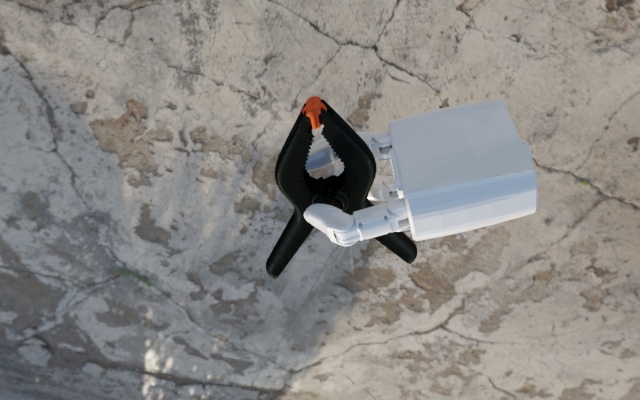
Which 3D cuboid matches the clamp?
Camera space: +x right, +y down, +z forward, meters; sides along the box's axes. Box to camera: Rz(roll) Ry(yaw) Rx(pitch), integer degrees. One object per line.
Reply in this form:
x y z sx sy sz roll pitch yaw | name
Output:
0.000 0.002 0.468 0.164 0.210 0.036 -13 38 8 | clamp
